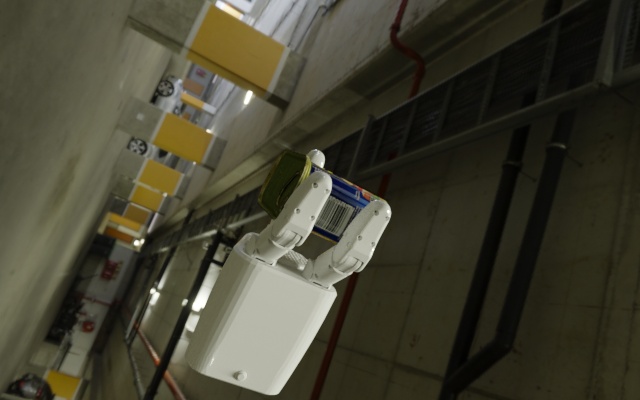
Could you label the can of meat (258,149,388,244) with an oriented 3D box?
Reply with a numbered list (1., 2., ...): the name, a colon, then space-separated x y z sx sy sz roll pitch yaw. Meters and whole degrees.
1. can of meat: 0.000 0.001 0.419 0.084 0.057 0.102 27 1 -19
